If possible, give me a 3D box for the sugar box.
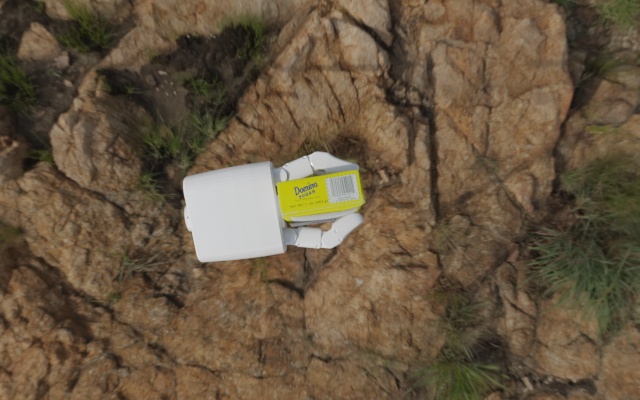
[{"bbox_3d":[0.000,0.001,0.600,0.093,0.048,0.176,-8,-4,-2],"label":"sugar box"}]
